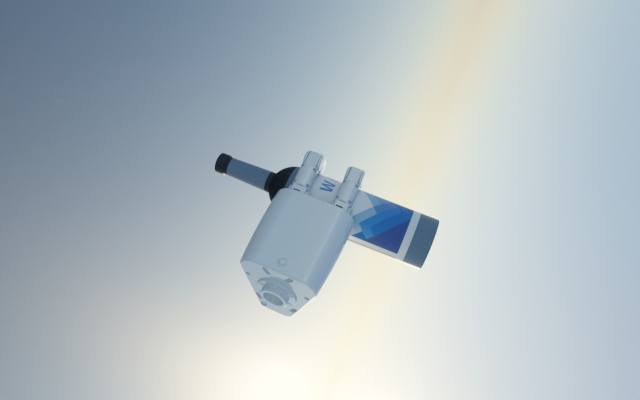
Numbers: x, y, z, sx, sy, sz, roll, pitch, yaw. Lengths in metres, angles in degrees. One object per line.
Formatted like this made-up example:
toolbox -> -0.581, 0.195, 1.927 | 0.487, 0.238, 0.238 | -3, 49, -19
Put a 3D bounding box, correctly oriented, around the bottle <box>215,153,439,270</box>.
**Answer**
bottle -> 0.000, 0.002, 0.615 | 0.295, 0.069, 0.069 | 21, 4, 9
